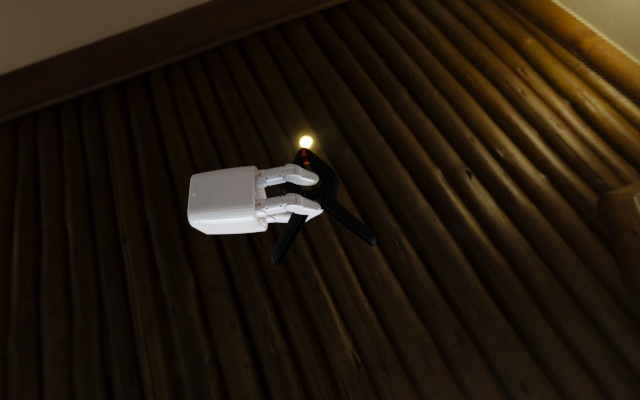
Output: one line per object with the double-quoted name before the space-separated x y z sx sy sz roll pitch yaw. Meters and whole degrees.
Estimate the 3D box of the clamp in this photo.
"clamp" 0.000 0.003 0.782 0.164 0.209 0.036 -5 -30 2
